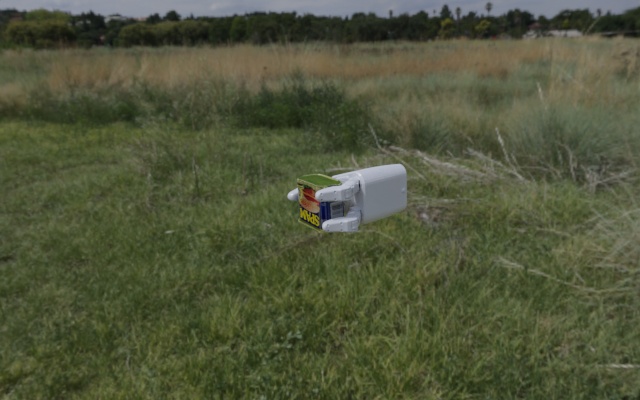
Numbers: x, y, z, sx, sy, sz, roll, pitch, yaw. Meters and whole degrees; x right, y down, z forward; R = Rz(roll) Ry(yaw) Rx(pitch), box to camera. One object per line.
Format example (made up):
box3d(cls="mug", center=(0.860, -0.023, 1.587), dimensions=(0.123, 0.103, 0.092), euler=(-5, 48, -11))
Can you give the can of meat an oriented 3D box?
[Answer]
box3d(cls="can of meat", center=(0.000, 0.002, 0.851), dimensions=(0.057, 0.084, 0.102), euler=(-13, 19, -28))
